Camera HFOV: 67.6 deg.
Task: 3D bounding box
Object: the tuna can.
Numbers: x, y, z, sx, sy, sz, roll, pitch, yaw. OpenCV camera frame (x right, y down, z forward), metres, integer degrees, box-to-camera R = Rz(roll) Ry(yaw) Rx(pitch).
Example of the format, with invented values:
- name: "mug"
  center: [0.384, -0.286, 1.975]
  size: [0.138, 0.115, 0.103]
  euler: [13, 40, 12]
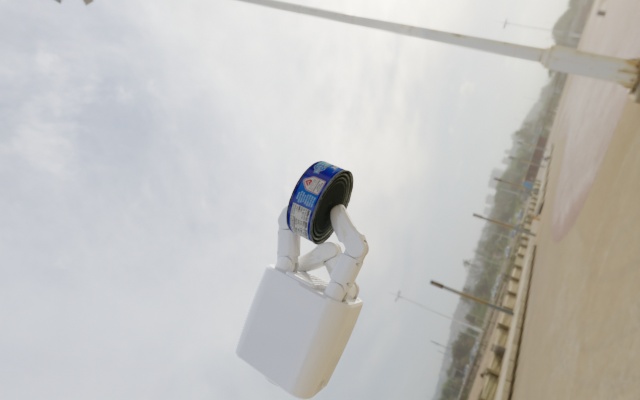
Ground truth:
- name: "tuna can"
  center: [0.000, 0.001, 0.511]
  size: [0.033, 0.086, 0.086]
  euler: [25, 9, 21]
